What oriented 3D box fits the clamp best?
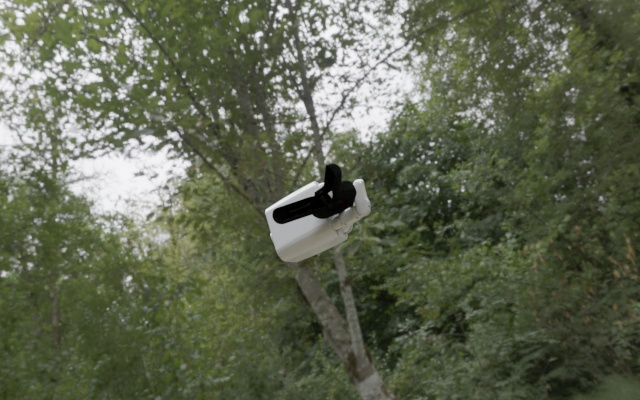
[{"bbox_3d":[0.000,0.002,0.724,0.120,0.039,0.171,-31,-20,11],"label":"clamp"}]
